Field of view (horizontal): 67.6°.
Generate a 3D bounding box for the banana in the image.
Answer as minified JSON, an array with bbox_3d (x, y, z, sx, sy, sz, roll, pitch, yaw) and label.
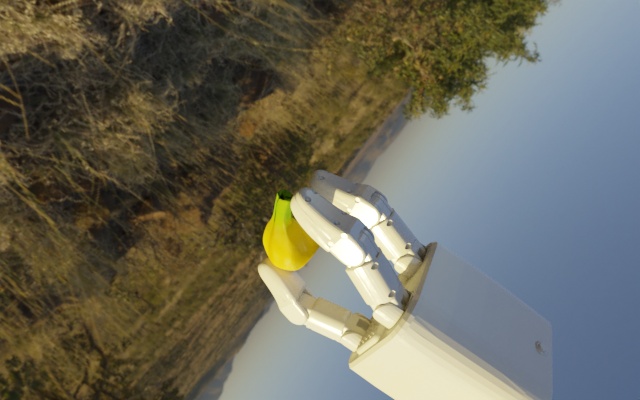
[{"bbox_3d":[-0.010,0.018,0.403,0.037,0.069,0.198,30,12,5],"label":"banana"}]
